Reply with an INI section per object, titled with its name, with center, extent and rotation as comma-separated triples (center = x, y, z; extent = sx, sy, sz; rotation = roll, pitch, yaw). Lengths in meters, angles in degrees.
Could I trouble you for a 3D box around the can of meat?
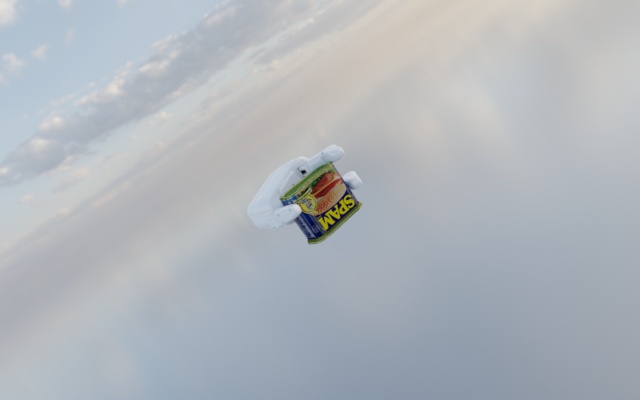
[can of meat]
center = 0.000, 0.002, 0.720
extent = 0.102, 0.084, 0.057
rotation = -40, 12, -26
